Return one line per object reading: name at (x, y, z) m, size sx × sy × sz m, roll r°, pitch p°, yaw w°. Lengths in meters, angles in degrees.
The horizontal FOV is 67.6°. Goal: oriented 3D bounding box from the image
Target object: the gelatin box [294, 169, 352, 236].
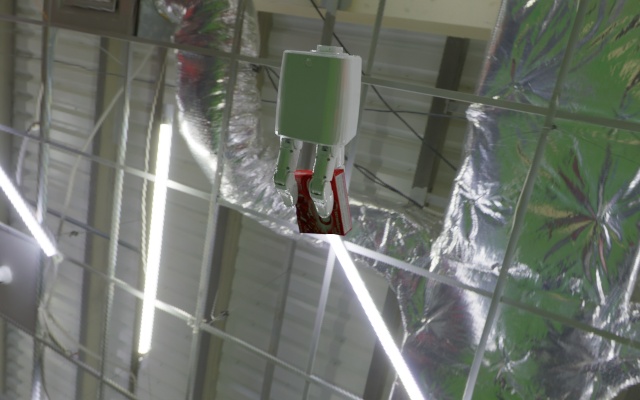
gelatin box at (0.000, 0.002, 0.653) m, size 0.073 × 0.089 × 0.030 m, roll 1°, pitch 20°, yaw 31°
